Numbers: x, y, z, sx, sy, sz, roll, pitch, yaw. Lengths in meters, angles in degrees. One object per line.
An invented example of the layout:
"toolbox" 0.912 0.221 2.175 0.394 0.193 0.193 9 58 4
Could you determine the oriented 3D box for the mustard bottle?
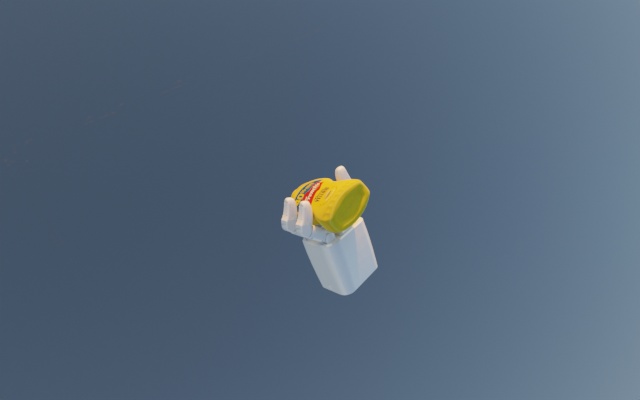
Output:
"mustard bottle" 0.000 0.003 0.862 0.058 0.096 0.191 45 -19 -26
